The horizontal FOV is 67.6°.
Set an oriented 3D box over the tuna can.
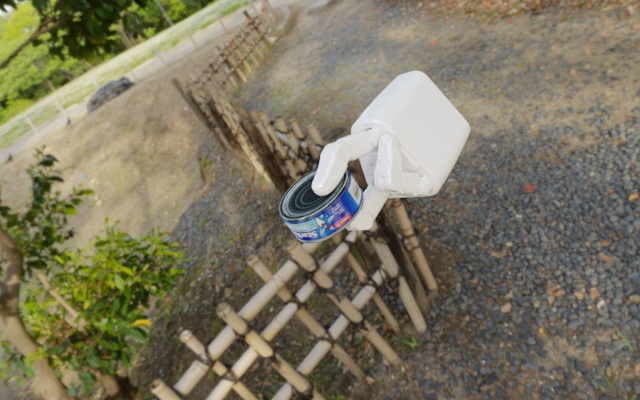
[{"bbox_3d":[0.000,0.001,0.496,0.086,0.034,0.086,-26,31,17],"label":"tuna can"}]
